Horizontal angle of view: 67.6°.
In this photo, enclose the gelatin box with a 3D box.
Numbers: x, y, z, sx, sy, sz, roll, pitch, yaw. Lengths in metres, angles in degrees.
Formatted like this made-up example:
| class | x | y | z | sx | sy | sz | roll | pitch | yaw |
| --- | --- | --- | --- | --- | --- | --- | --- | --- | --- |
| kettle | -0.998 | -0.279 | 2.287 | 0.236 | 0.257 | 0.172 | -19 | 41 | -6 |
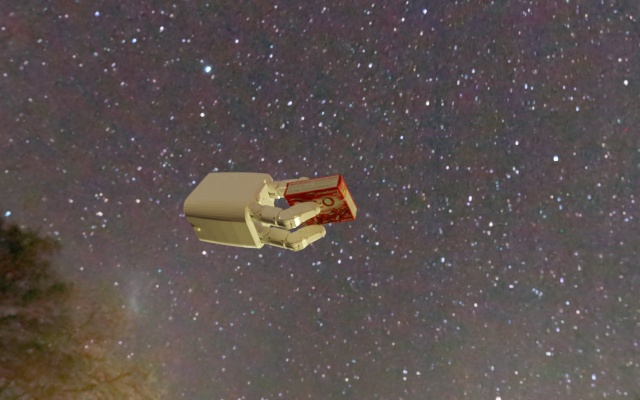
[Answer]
| class | x | y | z | sx | sy | sz | roll | pitch | yaw |
| --- | --- | --- | --- | --- | --- | --- | --- | --- | --- |
| gelatin box | 0.001 | 0.002 | 0.704 | 0.089 | 0.030 | 0.073 | -9 | -46 | 22 |
